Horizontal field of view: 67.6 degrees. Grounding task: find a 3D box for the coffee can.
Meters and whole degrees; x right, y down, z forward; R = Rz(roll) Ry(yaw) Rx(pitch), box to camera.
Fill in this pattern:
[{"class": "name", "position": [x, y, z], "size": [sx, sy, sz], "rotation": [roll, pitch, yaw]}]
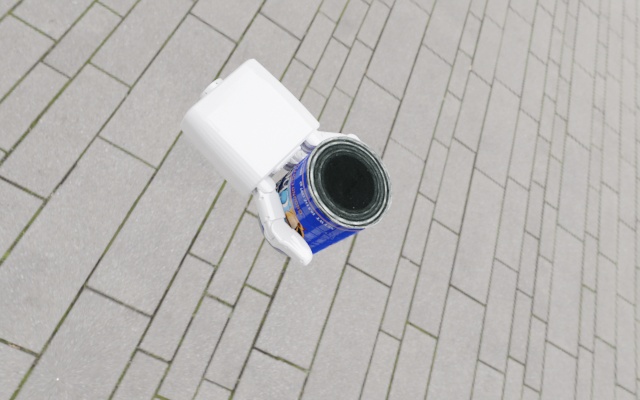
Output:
[{"class": "coffee can", "position": [0.000, 0.002, 0.548], "size": [0.103, 0.102, 0.140], "rotation": [0, -18, -29]}]
